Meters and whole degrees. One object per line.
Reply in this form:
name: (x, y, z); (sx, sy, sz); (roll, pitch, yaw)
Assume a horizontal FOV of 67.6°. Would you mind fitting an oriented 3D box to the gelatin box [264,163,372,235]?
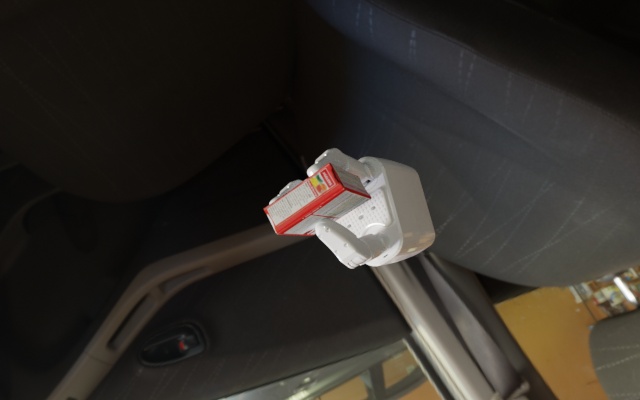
gelatin box: (0.000, 0.002, 0.443); (0.073, 0.030, 0.089); (-34, -15, 16)
